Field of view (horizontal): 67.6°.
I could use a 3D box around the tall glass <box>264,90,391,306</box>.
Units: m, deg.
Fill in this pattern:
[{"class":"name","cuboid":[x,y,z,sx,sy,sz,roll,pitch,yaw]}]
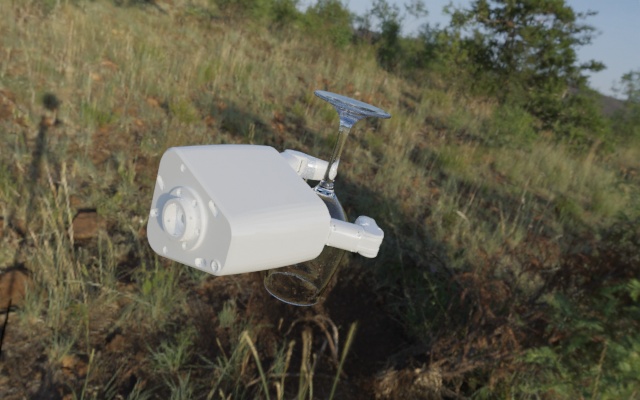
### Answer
[{"class":"tall glass","cuboid":[0.000,0.001,0.465,0.079,0.201,0.079,16,18,-5]}]
